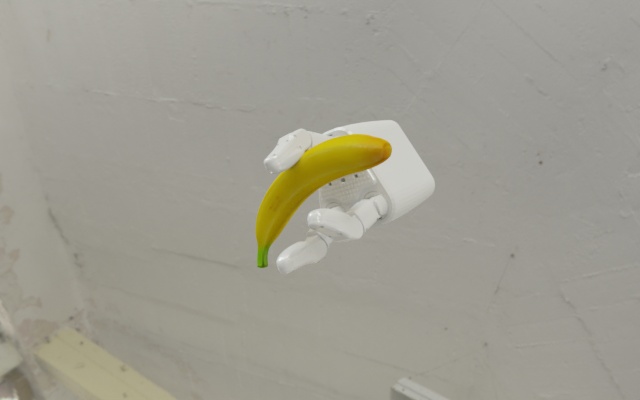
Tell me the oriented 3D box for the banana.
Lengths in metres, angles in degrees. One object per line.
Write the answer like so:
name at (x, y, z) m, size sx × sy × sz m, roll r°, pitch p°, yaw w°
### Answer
banana at (-0.010, -0.012, 0.461) m, size 0.037 × 0.069 × 0.198 m, roll -4°, pitch -32°, yaw -47°
